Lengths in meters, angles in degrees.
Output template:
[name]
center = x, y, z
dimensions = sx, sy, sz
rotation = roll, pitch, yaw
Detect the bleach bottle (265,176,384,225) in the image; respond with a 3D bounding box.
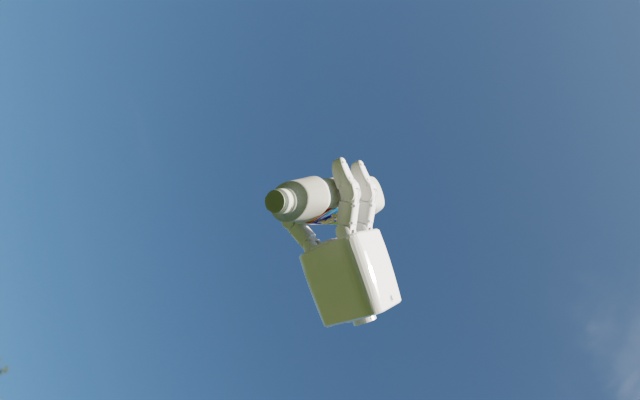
[bleach bottle]
center = 0.000, 0.002, 0.678
dimensions = 0.102, 0.068, 0.251
rotation = -23, -10, 28
